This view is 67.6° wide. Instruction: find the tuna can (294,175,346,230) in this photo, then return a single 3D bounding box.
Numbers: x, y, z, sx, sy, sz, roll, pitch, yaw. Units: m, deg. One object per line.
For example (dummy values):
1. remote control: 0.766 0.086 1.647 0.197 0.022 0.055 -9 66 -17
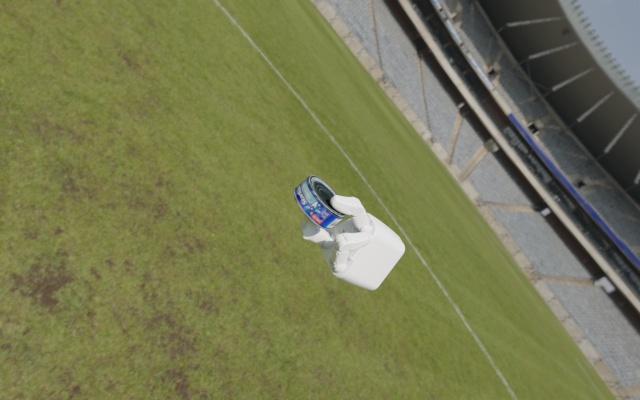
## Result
1. tuna can: 0.000 0.002 0.746 0.034 0.086 0.086 -41 -17 20
